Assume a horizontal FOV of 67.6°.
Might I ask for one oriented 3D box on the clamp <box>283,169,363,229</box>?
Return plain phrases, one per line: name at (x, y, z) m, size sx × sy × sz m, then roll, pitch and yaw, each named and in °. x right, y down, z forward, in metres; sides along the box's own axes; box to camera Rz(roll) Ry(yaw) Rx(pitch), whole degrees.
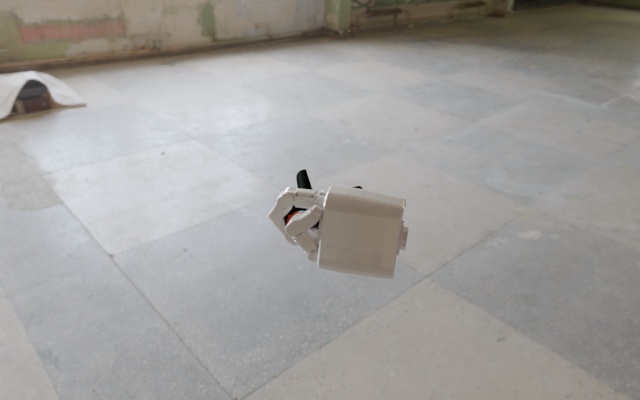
clamp at (0.000, 0.002, 0.749) m, size 0.120 × 0.039 × 0.171 m, roll 8°, pitch 31°, yaw 11°
